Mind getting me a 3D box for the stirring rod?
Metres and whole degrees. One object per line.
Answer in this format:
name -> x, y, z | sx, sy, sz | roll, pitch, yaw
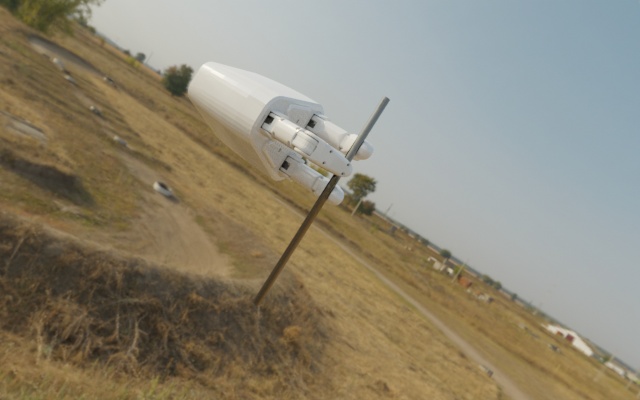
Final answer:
stirring rod -> 0.000, 0.002, 0.471 | 0.011, 0.239, 0.011 | 32, 3, -2
